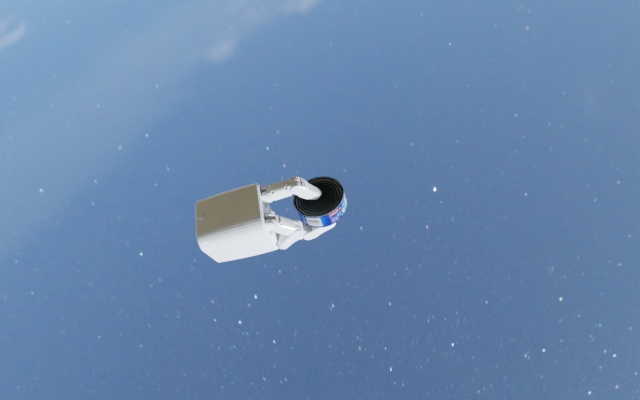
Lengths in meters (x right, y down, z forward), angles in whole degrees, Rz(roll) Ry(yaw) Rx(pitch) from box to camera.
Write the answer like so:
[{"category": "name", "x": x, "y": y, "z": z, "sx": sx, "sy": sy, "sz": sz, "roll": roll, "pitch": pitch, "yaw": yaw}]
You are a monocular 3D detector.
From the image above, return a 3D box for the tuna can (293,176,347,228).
[{"category": "tuna can", "x": 0.000, "y": 0.003, "z": 0.794, "sx": 0.086, "sy": 0.086, "sz": 0.034, "roll": 0, "pitch": -38, "yaw": 17}]
